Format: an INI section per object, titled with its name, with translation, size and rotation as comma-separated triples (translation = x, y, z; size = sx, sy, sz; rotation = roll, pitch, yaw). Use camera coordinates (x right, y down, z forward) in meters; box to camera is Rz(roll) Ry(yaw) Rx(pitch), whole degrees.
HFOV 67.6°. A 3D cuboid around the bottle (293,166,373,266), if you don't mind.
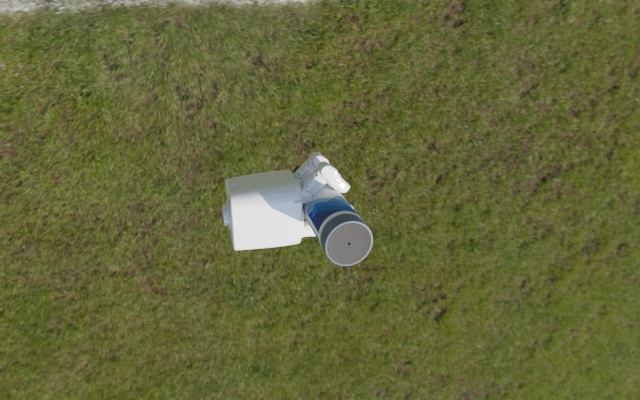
[bottle]
translation = 0.000, 0.003, 0.757
size = 0.069, 0.069, 0.295
rotation = 0, 22, -16
